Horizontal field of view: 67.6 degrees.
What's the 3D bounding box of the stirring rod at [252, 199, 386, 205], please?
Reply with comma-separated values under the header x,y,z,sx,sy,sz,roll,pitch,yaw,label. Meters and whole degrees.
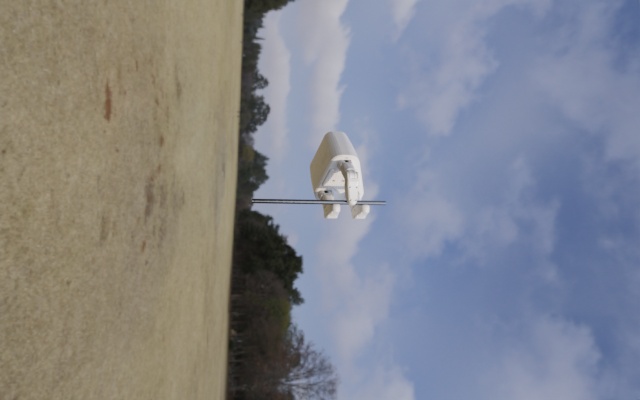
x,y,z,sx,sy,sz,roll,pitch,yaw,label
0.000,0.003,0.844,0.239,0.011,0.011,1,0,-12,stirring rod
